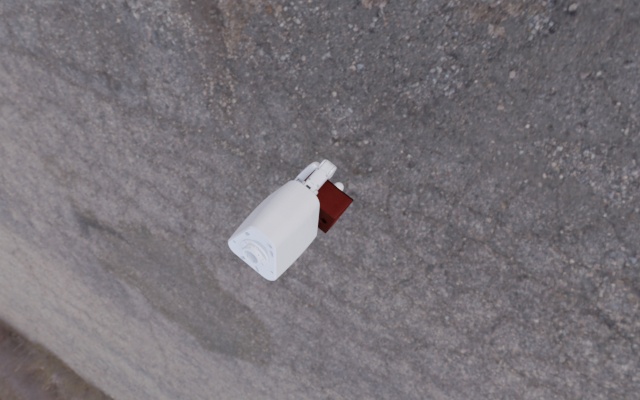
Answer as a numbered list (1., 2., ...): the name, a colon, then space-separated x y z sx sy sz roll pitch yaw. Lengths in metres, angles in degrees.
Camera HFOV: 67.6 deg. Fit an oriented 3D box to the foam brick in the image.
1. foam brick: 0.000 0.003 0.743 0.078 0.051 0.053 38 -33 5
